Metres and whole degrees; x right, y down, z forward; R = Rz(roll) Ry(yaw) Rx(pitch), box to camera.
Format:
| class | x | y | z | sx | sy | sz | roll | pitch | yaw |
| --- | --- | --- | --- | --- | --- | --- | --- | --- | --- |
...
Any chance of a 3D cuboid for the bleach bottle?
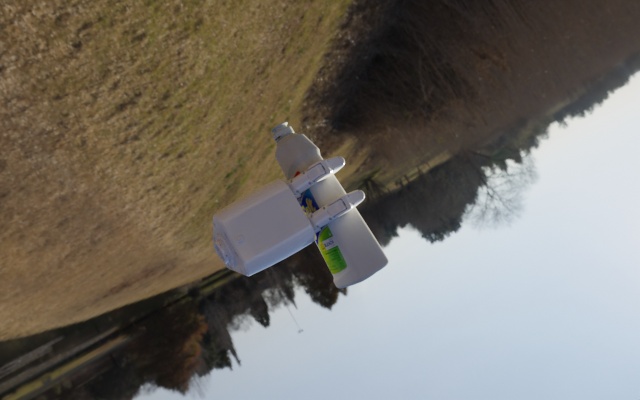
| class | x | y | z | sx | sy | sz | roll | pitch | yaw |
| --- | --- | --- | --- | --- | --- | --- | --- | --- | --- |
| bleach bottle | 0.000 | 0.002 | 0.700 | 0.068 | 0.251 | 0.102 | -29 | -4 | -25 |
